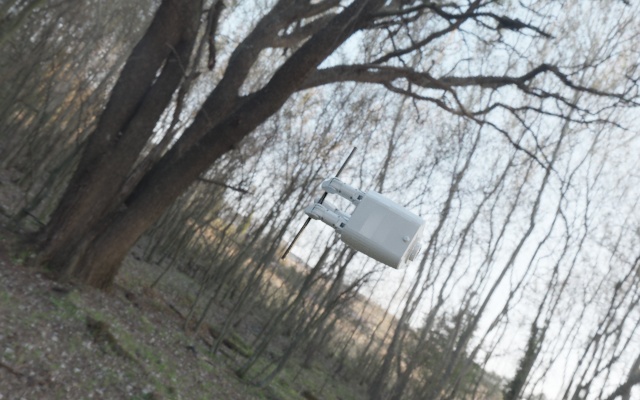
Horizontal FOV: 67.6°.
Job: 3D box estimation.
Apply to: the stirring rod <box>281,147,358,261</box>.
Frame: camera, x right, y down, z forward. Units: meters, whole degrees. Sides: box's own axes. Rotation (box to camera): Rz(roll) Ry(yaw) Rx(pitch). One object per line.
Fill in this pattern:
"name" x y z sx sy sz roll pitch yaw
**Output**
"stirring rod" 0.000 0.003 0.842 0.011 0.239 0.011 32 -12 8
